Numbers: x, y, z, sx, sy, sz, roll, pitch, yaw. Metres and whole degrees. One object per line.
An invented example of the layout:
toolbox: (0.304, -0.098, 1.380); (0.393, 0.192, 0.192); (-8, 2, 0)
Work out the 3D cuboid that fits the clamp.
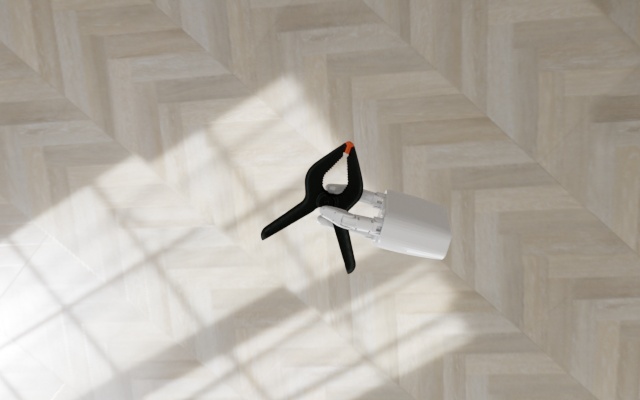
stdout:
clamp: (0.000, 0.002, 0.766); (0.164, 0.210, 0.036); (14, 12, 0)
